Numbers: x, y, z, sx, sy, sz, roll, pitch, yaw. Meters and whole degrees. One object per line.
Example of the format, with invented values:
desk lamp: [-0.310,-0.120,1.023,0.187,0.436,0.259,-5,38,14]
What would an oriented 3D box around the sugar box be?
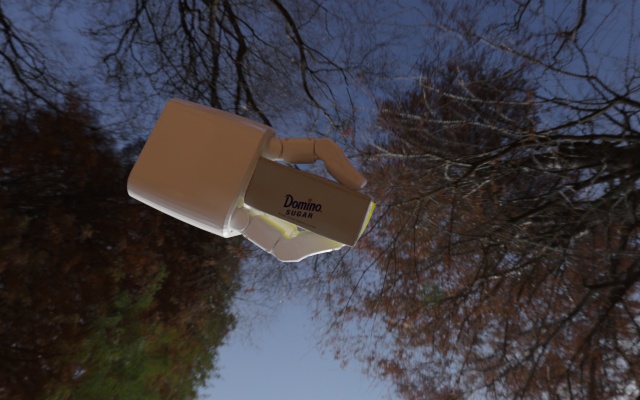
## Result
sugar box: [0.000,0.002,0.437,0.093,0.048,0.176,21,5,8]
